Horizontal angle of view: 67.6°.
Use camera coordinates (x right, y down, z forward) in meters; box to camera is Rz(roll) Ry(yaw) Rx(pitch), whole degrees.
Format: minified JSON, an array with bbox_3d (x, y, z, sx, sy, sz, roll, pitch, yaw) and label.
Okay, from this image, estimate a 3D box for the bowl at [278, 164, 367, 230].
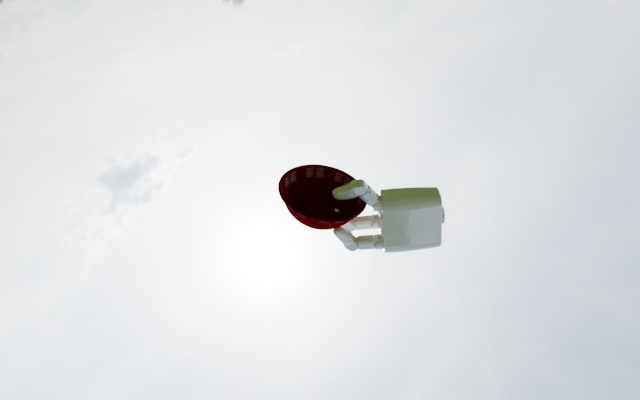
[{"bbox_3d":[-0.001,0.003,0.864,0.162,0.055,0.162,8,39,-7],"label":"bowl"}]
